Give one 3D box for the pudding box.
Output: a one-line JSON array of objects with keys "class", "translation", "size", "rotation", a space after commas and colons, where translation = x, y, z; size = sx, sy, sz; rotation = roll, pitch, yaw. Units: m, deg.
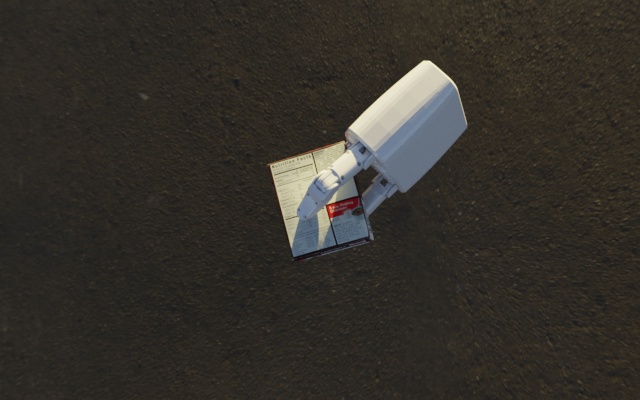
[{"class": "pudding box", "translation": [0.000, 0.002, 0.522], "size": [0.090, 0.113, 0.039], "rotation": [-16, -11, 7]}]
